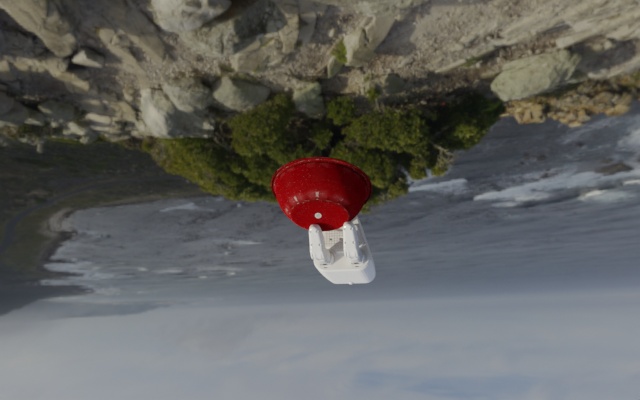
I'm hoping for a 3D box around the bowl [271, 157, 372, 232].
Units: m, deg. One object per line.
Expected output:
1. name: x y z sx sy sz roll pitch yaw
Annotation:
1. bowl: -0.001 0.002 0.746 0.162 0.055 0.162 3 -34 2
